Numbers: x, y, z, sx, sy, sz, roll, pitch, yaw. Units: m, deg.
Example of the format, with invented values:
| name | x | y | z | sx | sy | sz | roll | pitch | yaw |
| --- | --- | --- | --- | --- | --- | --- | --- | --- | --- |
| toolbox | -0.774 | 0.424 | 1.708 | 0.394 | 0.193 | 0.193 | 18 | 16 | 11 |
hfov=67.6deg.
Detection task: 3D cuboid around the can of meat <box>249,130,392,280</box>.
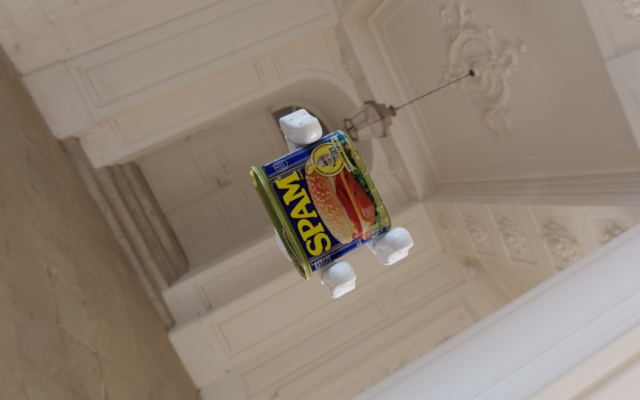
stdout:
| name | x | y | z | sx | sy | sz | roll | pitch | yaw |
| --- | --- | --- | --- | --- | --- | --- | --- | --- | --- |
| can of meat | 0.000 | 0.001 | 0.404 | 0.084 | 0.102 | 0.057 | -27 | 4 | -12 |
